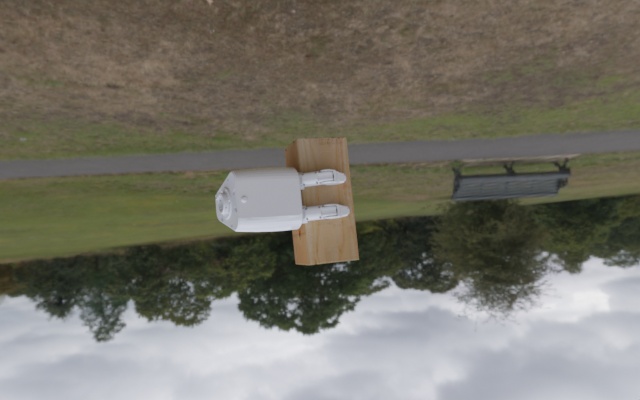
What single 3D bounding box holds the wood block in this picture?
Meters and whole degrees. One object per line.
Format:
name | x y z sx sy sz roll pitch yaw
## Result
wood block | 0.000 0.003 0.821 0.090 0.206 0.091 -4 -5 -19
